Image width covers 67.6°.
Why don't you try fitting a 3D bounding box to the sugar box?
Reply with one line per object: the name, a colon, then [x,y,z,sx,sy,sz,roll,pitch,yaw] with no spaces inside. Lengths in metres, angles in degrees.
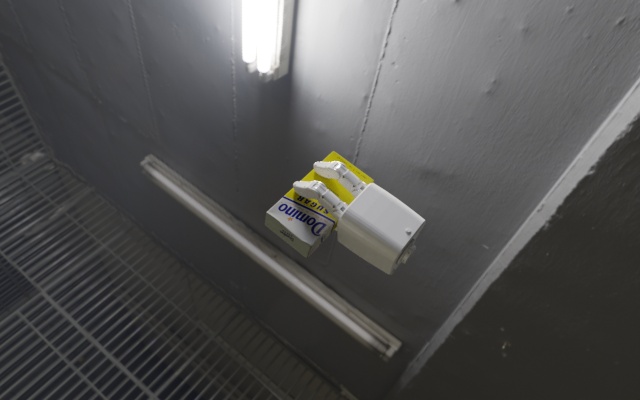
sugar box: [0.000,0.002,0.789,0.093,0.176,0.048,37,-34,13]
